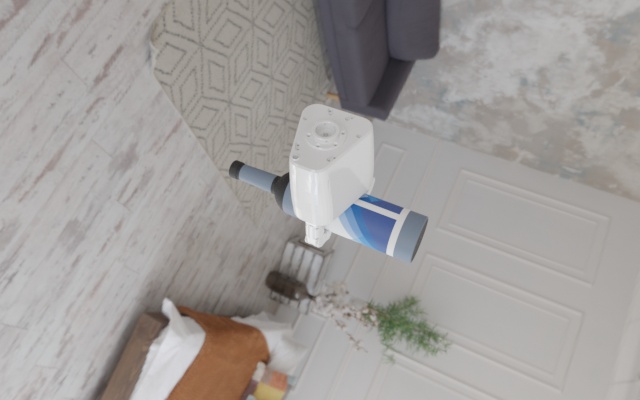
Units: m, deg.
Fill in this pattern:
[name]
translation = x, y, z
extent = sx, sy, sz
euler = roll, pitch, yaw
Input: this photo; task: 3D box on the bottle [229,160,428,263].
[bottle]
translation = 0.000, 0.002, 0.675
extent = 0.295, 0.069, 0.069
euler = 21, 7, 17
